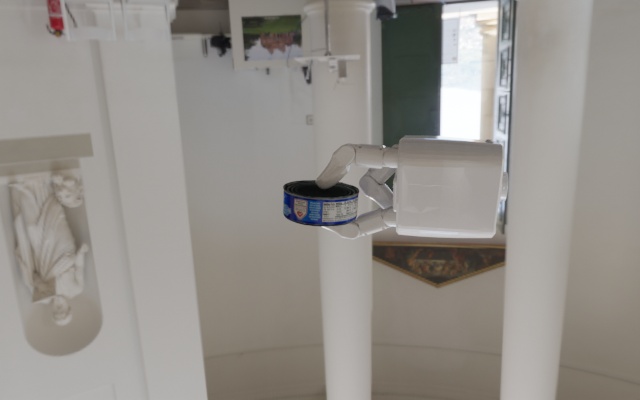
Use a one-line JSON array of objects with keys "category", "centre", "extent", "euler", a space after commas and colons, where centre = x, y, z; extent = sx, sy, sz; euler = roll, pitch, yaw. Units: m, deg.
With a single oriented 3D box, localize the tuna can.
[{"category": "tuna can", "centre": [0.000, 0.002, 0.540], "extent": [0.086, 0.034, 0.086], "euler": [3, 14, -1]}]
